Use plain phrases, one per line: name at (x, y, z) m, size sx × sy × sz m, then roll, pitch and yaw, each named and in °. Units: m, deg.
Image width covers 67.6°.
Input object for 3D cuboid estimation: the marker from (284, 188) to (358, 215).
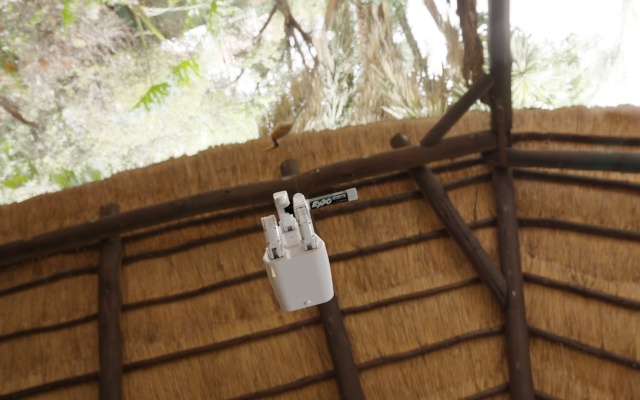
marker at (0.000, 0.002, 0.781) m, size 0.121 × 0.020 × 0.020 m, roll -13°, pitch 0°, yaw -1°
